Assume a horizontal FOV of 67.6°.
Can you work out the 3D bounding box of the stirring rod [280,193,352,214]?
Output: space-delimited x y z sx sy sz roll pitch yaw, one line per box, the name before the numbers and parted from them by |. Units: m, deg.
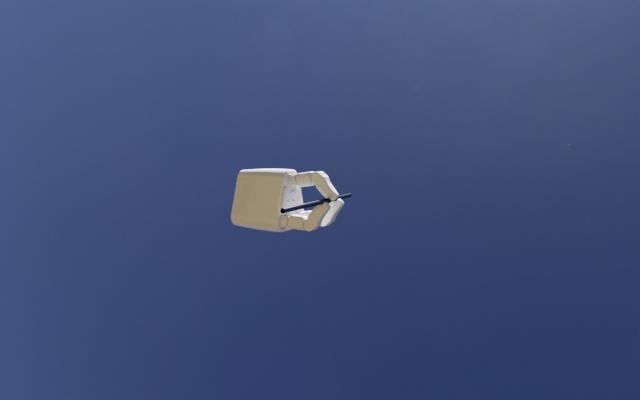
stirring rod | 0.000 0.003 0.799 0.011 0.011 0.239 0 6 28
